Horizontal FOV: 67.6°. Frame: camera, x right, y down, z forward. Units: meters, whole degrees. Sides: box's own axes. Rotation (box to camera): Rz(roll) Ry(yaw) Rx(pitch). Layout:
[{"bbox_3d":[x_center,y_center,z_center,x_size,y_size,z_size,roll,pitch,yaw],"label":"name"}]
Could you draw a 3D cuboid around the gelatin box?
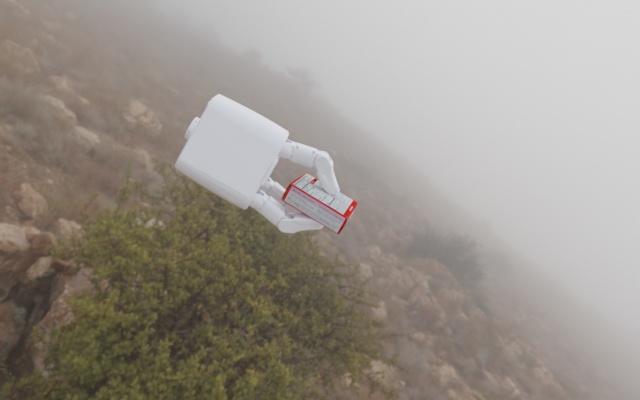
[{"bbox_3d":[0.001,0.002,0.640,0.089,0.030,0.073,30,20,5],"label":"gelatin box"}]
